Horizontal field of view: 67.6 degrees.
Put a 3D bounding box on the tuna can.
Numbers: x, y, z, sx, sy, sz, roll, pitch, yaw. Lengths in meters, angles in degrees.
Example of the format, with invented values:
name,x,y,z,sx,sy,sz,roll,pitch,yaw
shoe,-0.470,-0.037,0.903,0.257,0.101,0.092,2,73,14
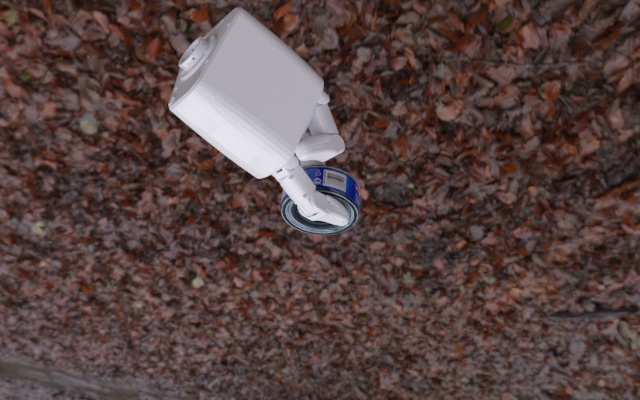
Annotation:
name,x,y,z,sx,sy,sz,roll,pitch,yaw
tuna can,0.000,0.002,0.516,0.086,0.033,0.086,3,-37,2
